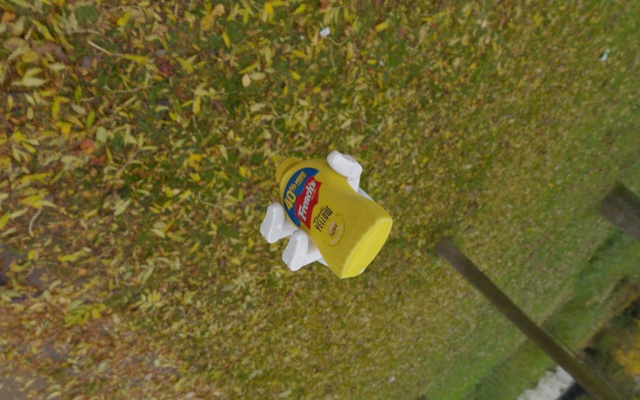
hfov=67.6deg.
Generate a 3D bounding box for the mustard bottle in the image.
[{"bbox_3d":[0.000,0.002,0.612,0.058,0.096,0.191,-1,38,-47],"label":"mustard bottle"}]
